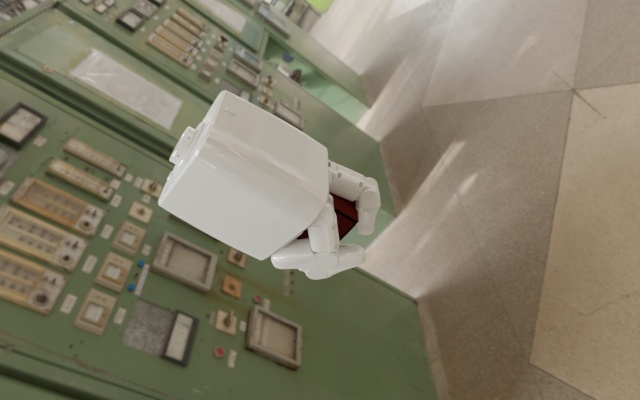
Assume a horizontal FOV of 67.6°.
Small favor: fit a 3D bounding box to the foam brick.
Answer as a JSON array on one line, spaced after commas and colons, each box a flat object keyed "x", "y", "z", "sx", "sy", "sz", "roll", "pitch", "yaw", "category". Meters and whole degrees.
[{"x": 0.000, "y": 0.001, "z": 0.467, "sx": 0.051, "sy": 0.053, "sz": 0.078, "roll": 29, "pitch": 32, "yaw": -20, "category": "foam brick"}]
